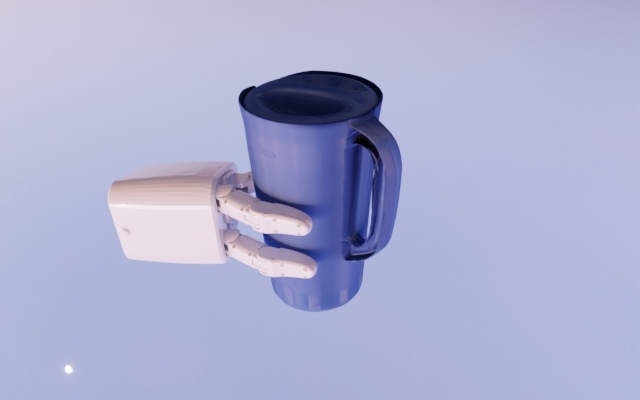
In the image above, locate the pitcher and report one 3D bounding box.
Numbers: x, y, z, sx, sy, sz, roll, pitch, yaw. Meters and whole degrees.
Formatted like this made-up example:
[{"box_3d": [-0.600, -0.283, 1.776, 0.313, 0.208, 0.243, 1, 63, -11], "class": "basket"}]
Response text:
[{"box_3d": [0.000, 0.002, 0.494, 0.145, 0.243, 0.149, 0, 33, 2], "class": "pitcher"}]
